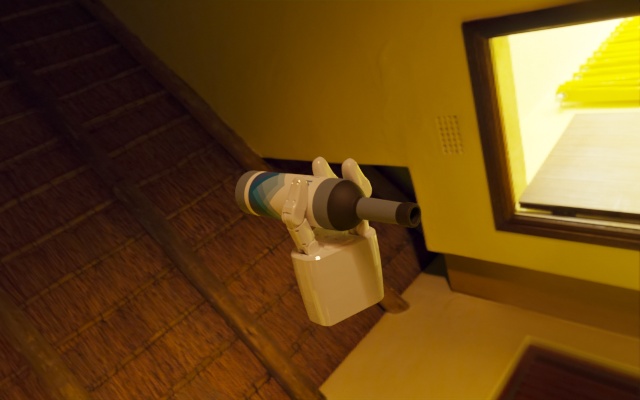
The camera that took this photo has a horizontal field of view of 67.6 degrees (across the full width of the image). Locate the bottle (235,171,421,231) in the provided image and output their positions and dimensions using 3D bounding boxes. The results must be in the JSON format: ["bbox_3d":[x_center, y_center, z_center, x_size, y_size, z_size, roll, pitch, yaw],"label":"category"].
[{"bbox_3d":[0.000,0.002,0.628,0.069,0.069,0.295,0,6,-45],"label":"bottle"}]
